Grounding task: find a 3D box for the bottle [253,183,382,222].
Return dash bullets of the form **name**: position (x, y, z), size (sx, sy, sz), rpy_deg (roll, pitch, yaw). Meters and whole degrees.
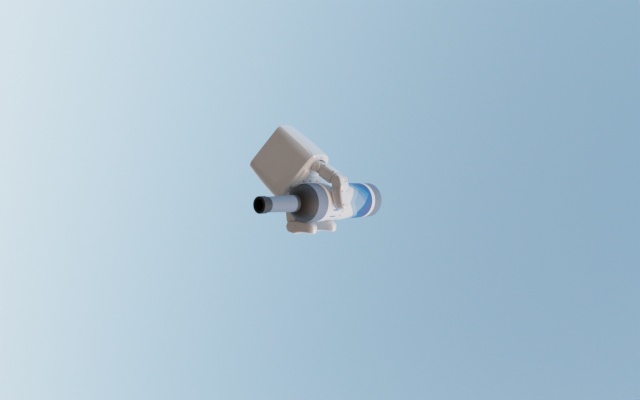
- **bottle**: position (0.000, 0.003, 0.836), size (0.069, 0.069, 0.296), rpy_deg (0, 2, 40)
